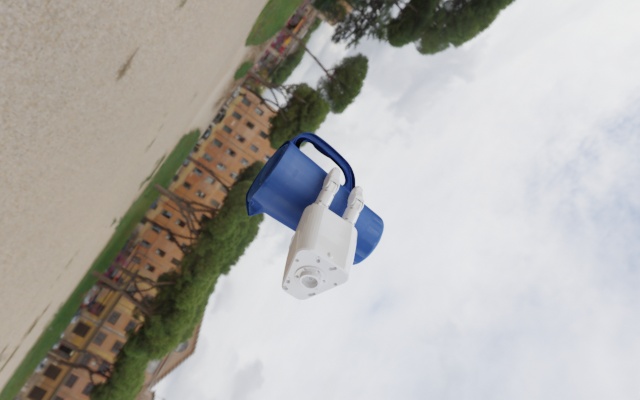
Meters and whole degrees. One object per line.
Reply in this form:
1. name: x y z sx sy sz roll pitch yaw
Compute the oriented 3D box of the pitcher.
1. pitcher: 0.000 0.003 0.870 0.243 0.149 0.145 36 34 -15
